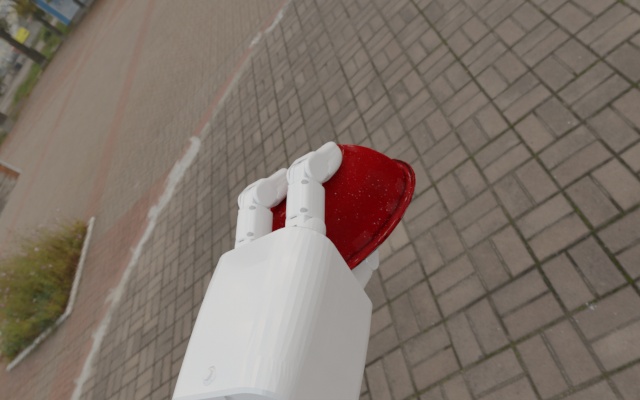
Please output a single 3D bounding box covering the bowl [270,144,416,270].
[{"bbox_3d":[0.000,0.000,0.418,0.162,0.055,0.162,-35,22,16],"label":"bowl"}]
